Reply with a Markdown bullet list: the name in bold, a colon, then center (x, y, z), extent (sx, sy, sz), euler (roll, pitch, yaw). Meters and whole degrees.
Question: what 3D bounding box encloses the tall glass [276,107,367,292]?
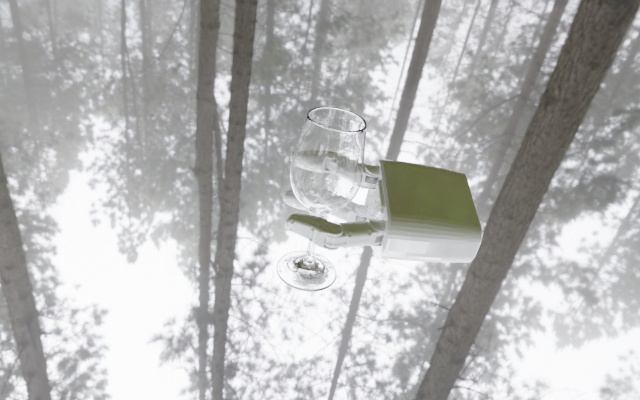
- **tall glass**: center (0.000, 0.002, 0.529), extent (0.079, 0.201, 0.079), euler (8, 31, -5)
